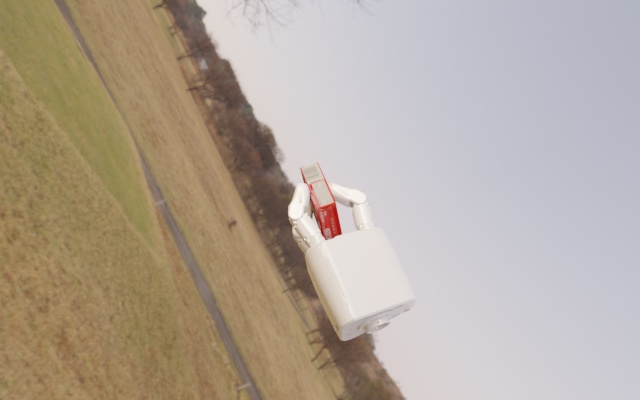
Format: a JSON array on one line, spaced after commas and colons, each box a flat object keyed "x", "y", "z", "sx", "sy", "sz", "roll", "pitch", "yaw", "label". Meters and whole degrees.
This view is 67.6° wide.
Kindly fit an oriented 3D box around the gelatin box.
[{"x": 0.000, "y": 0.002, "z": 0.677, "sx": 0.030, "sy": 0.089, "sz": 0.073, "roll": -18, "pitch": -41, "yaw": -5, "label": "gelatin box"}]
